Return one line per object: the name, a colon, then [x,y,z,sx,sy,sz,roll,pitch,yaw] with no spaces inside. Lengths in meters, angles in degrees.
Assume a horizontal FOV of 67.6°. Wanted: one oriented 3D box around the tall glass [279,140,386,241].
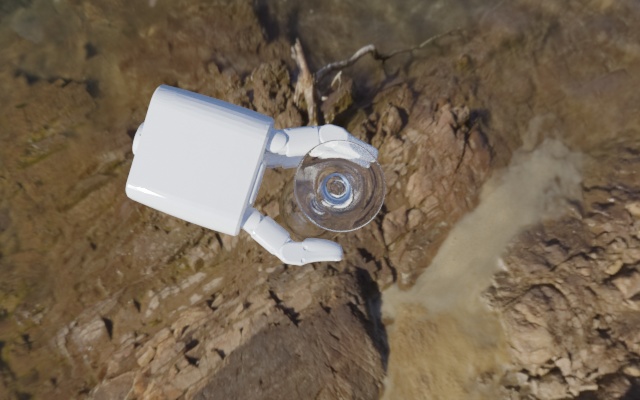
tall glass: [0.000,0.002,0.474,0.079,0.079,0.201,0,-8,-9]
